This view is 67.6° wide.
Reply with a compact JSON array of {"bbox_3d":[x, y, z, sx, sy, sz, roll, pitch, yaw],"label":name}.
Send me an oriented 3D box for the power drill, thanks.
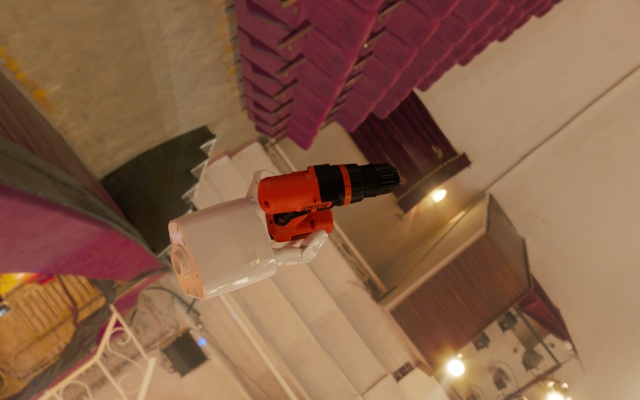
[{"bbox_3d":[0.000,0.002,0.662,0.184,0.057,0.188,-7,-18,-14],"label":"power drill"}]
